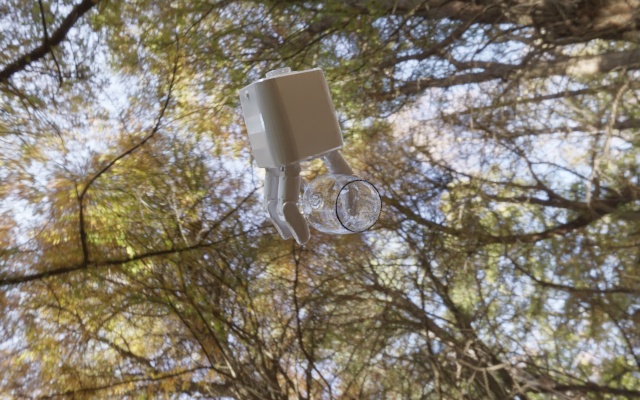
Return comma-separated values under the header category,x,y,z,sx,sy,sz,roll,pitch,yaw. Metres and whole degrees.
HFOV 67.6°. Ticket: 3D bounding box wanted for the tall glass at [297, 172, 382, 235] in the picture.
category,x,y,z,sx,sy,sz,roll,pitch,yaw
tall glass,0.000,0.002,0.632,0.079,0.079,0.201,0,3,-27
